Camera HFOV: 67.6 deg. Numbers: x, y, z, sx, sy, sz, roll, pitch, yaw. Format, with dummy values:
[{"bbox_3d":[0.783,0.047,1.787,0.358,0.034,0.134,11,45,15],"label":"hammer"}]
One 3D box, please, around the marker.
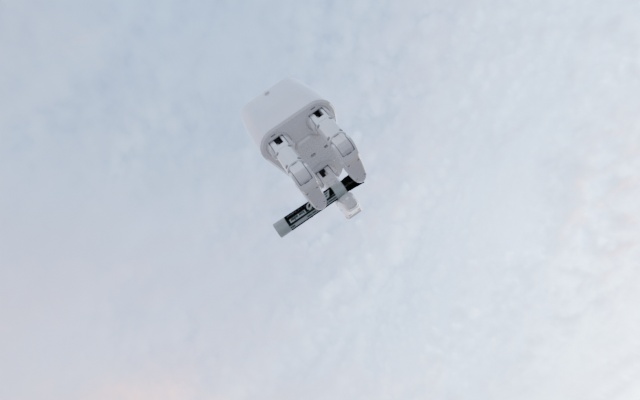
[{"bbox_3d":[0.000,0.002,0.550,0.121,0.020,0.020,-34,2,-3],"label":"marker"}]
